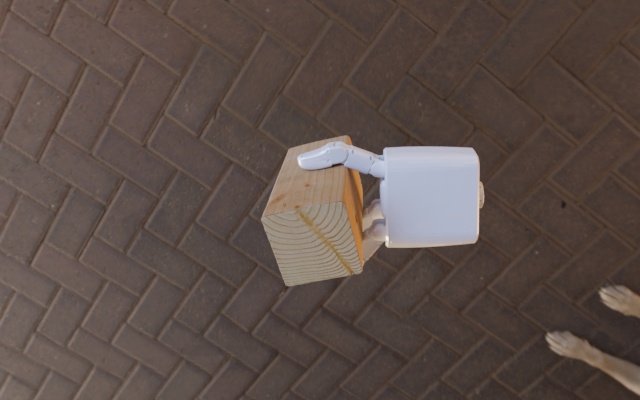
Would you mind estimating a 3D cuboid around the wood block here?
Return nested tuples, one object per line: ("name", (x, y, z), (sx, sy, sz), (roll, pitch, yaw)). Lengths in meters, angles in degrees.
("wood block", (0.000, 0.002, 0.588), (0.090, 0.091, 0.206), (-12, 24, 10))
